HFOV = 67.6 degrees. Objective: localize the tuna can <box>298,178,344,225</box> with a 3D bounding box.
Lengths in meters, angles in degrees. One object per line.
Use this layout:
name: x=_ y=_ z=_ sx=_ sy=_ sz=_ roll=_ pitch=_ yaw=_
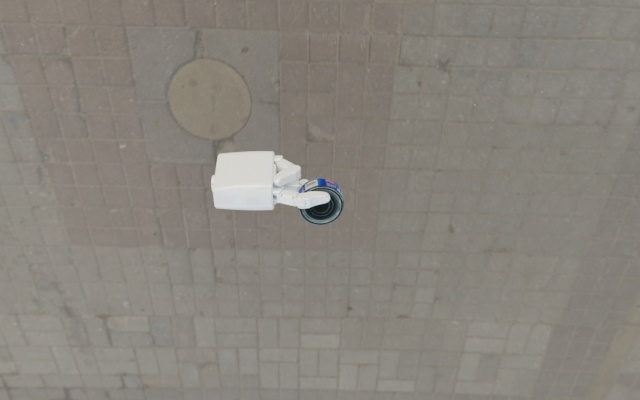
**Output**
tuna can: x=0.000 y=0.003 z=0.887 sx=0.086 sy=0.086 sz=0.033 roll=0 pitch=31 yaw=-6
